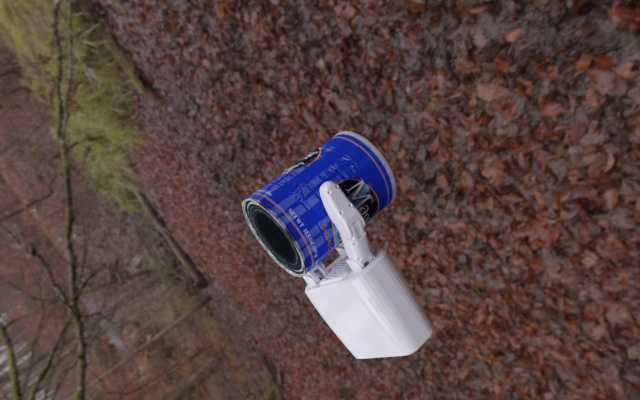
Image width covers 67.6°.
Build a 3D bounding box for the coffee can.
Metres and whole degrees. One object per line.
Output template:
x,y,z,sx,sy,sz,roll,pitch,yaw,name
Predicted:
0.000,0.001,0.530,0.140,0.103,0.103,-38,17,-24,coffee can
